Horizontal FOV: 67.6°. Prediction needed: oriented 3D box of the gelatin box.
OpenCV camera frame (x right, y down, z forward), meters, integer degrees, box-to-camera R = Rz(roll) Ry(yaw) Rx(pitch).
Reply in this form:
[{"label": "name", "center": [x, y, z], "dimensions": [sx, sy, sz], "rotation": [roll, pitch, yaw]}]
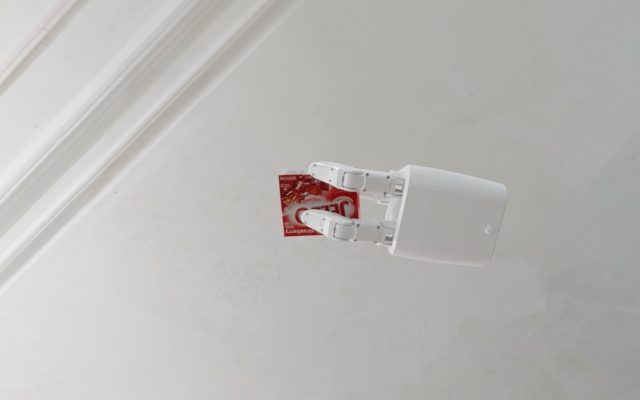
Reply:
[{"label": "gelatin box", "center": [0.000, 0.002, 0.540], "dimensions": [0.089, 0.073, 0.030], "rotation": [-2, 15, 8]}]
